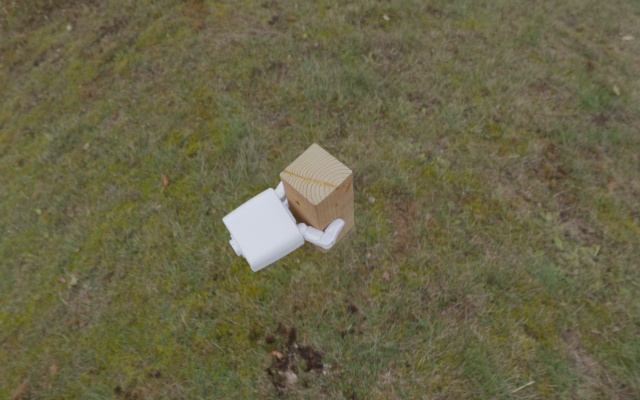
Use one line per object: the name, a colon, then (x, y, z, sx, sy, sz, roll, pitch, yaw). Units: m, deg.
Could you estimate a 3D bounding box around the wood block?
wood block: (0.000, 0.003, 0.882, 0.090, 0.090, 0.206, 40, -18, 22)
